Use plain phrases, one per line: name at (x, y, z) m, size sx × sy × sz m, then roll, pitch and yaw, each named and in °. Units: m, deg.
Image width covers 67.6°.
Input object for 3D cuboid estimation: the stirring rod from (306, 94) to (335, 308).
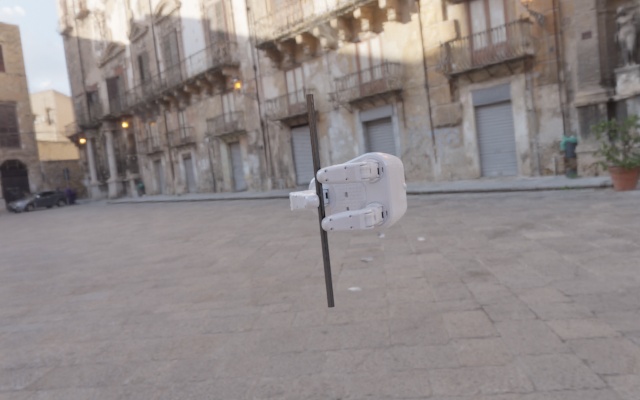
stirring rod at (0.000, 0.002, 0.538) m, size 0.011 × 0.239 × 0.011 m, roll -6°, pitch 3°, yaw 0°
